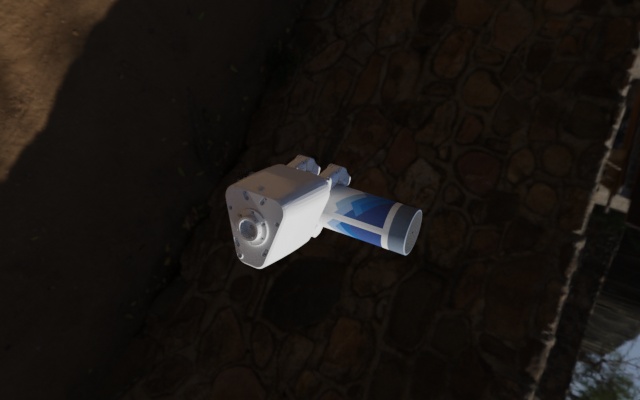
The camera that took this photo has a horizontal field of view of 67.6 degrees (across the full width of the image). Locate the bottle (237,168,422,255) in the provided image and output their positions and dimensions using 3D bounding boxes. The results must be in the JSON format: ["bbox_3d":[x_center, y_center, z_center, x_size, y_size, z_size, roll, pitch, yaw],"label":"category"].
[{"bbox_3d":[0.000,0.002,0.716,0.295,0.069,0.069,18,8,24],"label":"bottle"}]
